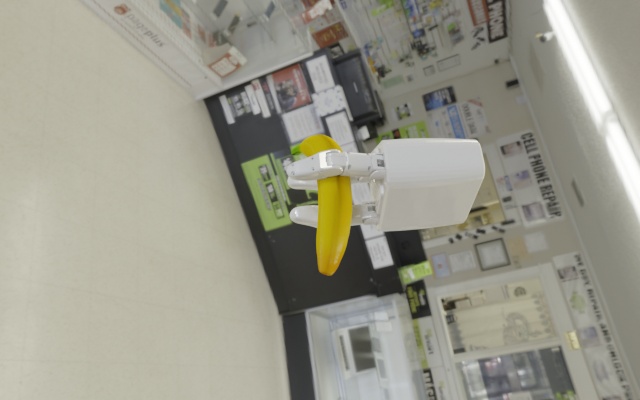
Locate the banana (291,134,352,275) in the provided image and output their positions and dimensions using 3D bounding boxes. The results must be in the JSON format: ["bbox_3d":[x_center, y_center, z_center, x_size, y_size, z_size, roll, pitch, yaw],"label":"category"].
[{"bbox_3d":[0.007,-0.013,0.526,0.037,0.197,0.070,11,-48,-24],"label":"banana"}]
